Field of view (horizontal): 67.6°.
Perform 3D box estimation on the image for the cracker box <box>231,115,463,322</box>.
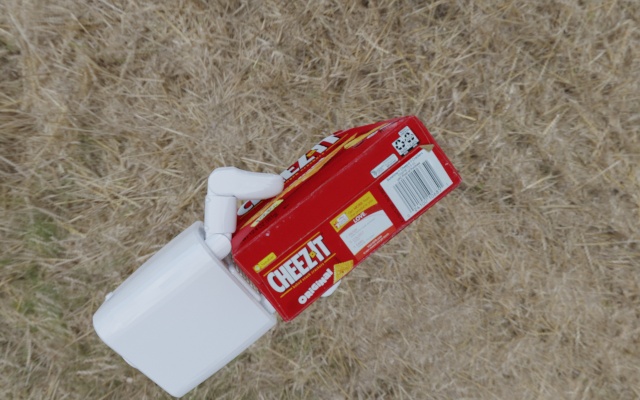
[{"bbox_3d":[0.000,0.002,0.430,0.164,0.072,0.213,-38,12,-6],"label":"cracker box"}]
